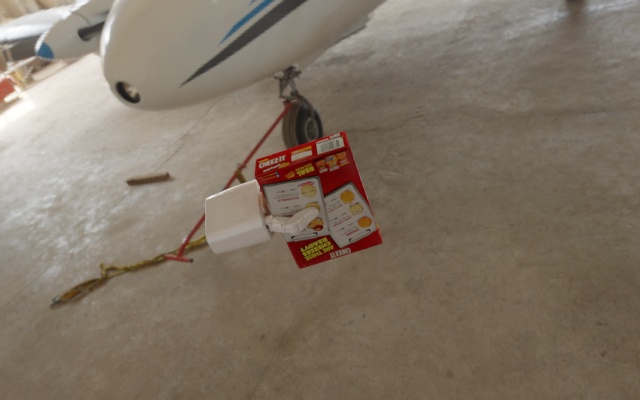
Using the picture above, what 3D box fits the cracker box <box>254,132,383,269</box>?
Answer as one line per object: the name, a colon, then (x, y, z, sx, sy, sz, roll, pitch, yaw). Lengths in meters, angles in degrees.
cracker box: (0.000, 0.003, 0.841, 0.164, 0.214, 0.072, -18, 33, 7)
